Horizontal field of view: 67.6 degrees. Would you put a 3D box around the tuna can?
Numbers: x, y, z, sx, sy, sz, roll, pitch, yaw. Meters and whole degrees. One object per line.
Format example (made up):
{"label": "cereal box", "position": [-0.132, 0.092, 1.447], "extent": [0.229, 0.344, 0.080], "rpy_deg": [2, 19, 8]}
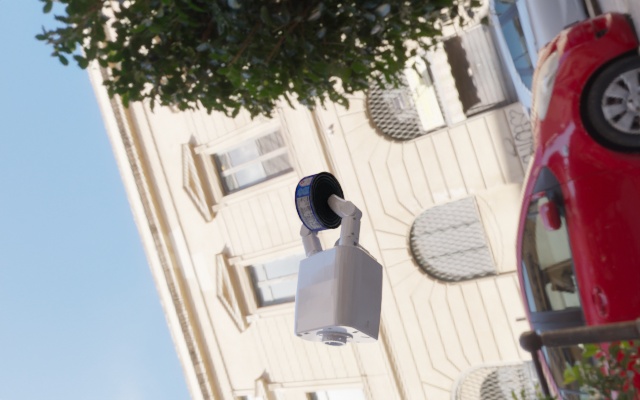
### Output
{"label": "tuna can", "position": [0.000, 0.002, 0.699], "extent": [0.034, 0.086, 0.086], "rpy_deg": [-12, -7, 35]}
